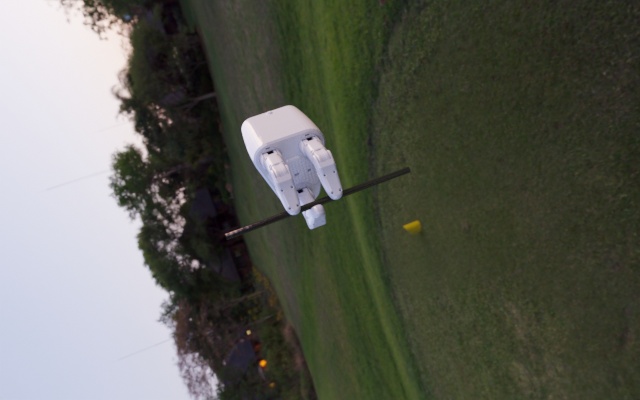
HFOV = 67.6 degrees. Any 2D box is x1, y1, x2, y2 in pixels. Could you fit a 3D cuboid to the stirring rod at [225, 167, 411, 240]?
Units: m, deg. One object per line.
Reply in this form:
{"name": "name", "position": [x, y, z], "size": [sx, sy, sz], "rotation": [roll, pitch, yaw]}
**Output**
{"name": "stirring rod", "position": [0.000, 0.002, 0.581], "size": [0.239, 0.011, 0.011], "rotation": [-20, 3, -9]}
